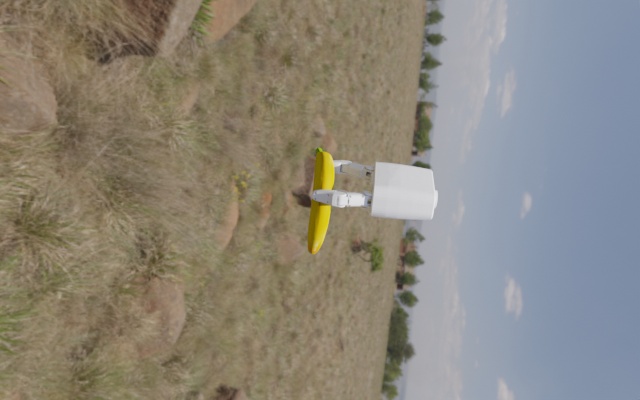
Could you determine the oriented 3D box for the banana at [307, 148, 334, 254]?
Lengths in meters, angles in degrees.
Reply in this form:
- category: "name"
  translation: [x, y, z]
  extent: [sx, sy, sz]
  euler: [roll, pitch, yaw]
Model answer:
- category: "banana"
  translation: [0.002, -0.003, 0.851]
  extent: [0.037, 0.197, 0.069]
  euler: [6, -7, -3]
